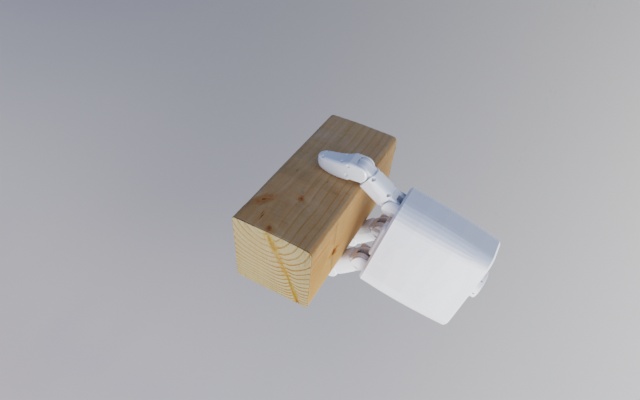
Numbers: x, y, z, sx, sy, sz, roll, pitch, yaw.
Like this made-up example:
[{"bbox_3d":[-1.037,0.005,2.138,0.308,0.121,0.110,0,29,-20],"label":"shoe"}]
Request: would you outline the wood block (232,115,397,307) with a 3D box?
[{"bbox_3d":[0.000,0.002,0.537,0.090,0.091,0.206,23,47,17],"label":"wood block"}]
